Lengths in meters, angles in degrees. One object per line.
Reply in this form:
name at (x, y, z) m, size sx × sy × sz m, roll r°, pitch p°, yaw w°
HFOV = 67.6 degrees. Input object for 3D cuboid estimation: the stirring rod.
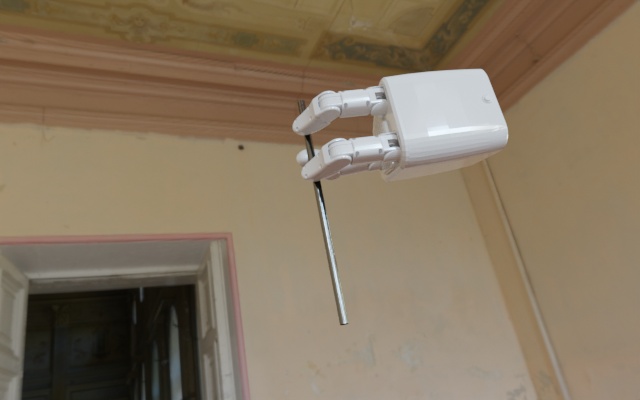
stirring rod at (0.000, 0.002, 0.472) m, size 0.011 × 0.239 × 0.011 m, roll -9°, pitch -23°, yaw -4°
